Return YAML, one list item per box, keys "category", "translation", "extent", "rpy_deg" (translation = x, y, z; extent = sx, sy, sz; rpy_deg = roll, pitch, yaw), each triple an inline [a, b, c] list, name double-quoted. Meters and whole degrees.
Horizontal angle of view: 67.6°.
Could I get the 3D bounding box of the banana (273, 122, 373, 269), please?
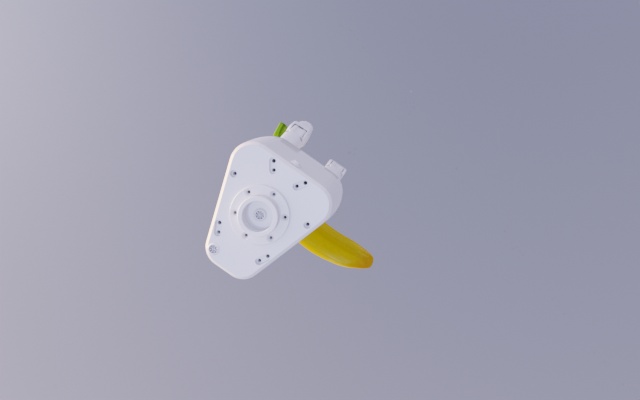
- category: "banana"
  translation: [-0.017, 0.009, 0.547]
  extent: [0.069, 0.198, 0.037]
  rpy_deg: [-33, 2, 1]
